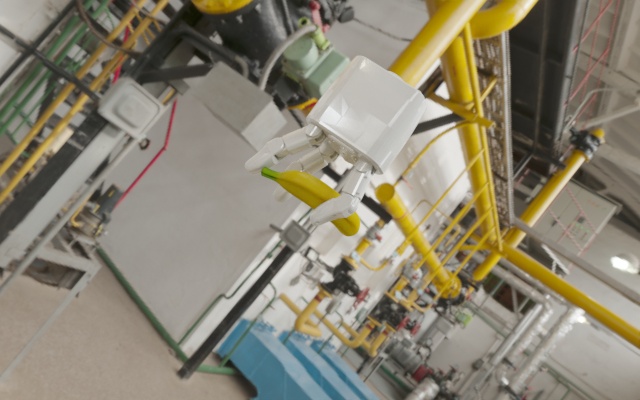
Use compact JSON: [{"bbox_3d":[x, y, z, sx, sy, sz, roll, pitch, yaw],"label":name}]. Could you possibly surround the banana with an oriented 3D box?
[{"bbox_3d":[0.010,0.006,0.636,0.069,0.037,0.198,26,-9,47],"label":"banana"}]
